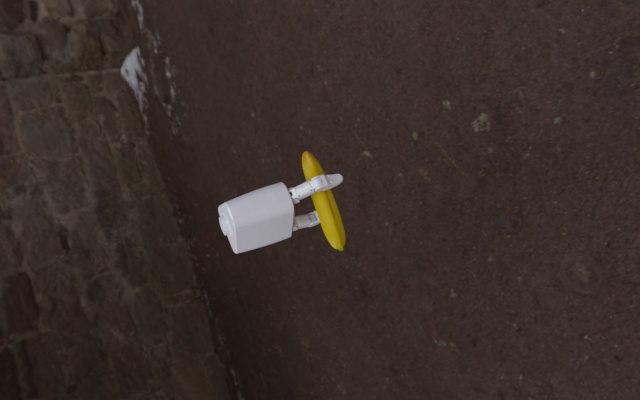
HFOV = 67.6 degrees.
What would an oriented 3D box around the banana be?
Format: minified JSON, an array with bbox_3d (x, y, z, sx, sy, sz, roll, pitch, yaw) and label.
[{"bbox_3d":[0.006,0.007,0.851,0.037,0.198,0.069,-20,9,-12],"label":"banana"}]
